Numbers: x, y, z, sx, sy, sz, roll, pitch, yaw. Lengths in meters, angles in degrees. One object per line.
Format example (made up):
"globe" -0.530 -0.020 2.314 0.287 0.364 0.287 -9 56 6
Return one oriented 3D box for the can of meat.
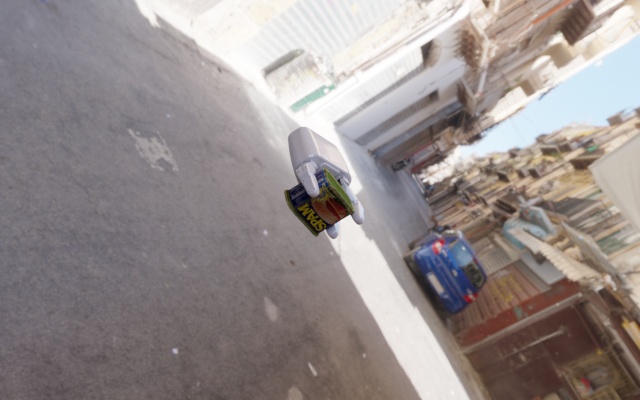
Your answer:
"can of meat" 0.000 0.003 0.835 0.084 0.102 0.057 -31 37 12
